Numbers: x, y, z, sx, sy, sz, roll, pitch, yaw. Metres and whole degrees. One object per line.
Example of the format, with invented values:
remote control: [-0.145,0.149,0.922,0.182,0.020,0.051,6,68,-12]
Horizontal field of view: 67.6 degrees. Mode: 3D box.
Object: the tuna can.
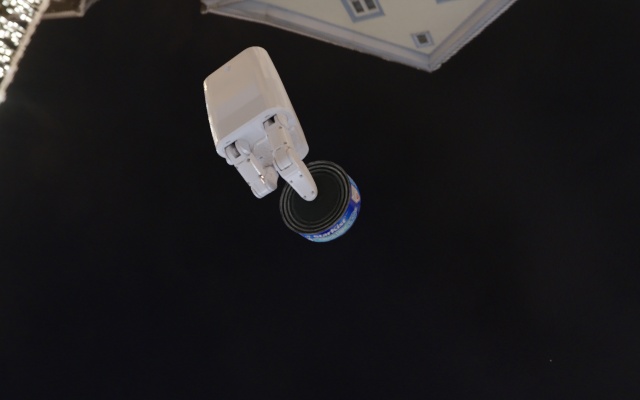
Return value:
tuna can: [0.000,0.002,0.527,0.086,0.086,0.034,0,-22,29]
